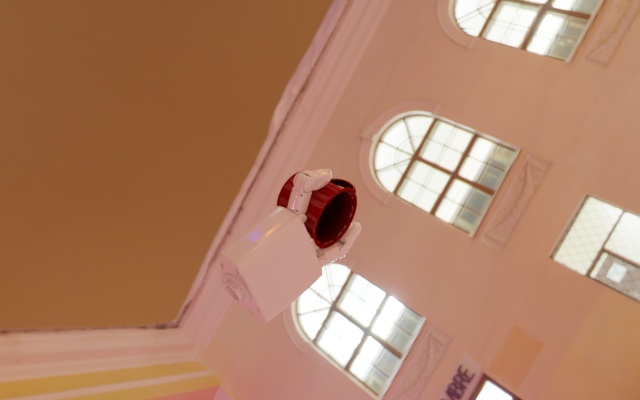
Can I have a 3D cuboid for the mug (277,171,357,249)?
[{"bbox_3d":[0.001,0.001,0.686,0.081,0.093,0.117,29,52,32],"label":"mug"}]
